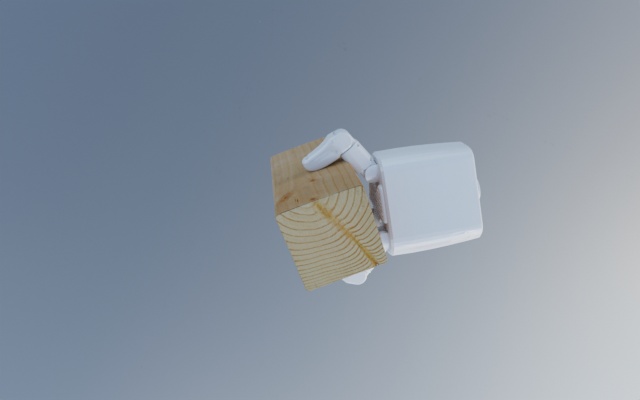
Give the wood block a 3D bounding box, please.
[{"bbox_3d":[0.000,0.001,0.554,0.090,0.091,0.206,-20,22,0],"label":"wood block"}]
